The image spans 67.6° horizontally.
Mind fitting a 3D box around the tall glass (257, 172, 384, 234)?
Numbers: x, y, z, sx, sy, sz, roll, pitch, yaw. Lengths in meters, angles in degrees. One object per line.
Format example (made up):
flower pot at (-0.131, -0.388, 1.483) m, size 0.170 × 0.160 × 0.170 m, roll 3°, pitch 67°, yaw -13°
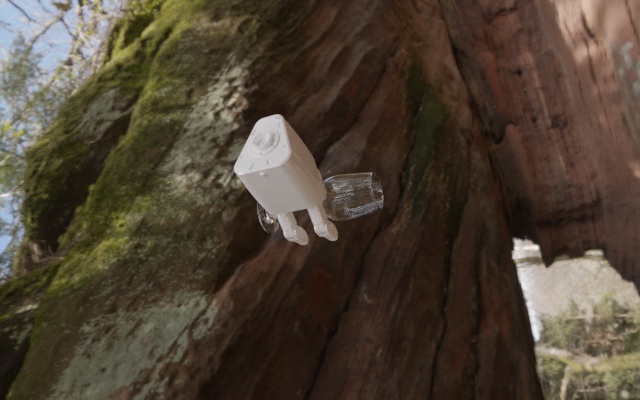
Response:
tall glass at (0.000, 0.003, 0.789) m, size 0.201 × 0.079 × 0.079 m, roll -11°, pitch -4°, yaw 21°
